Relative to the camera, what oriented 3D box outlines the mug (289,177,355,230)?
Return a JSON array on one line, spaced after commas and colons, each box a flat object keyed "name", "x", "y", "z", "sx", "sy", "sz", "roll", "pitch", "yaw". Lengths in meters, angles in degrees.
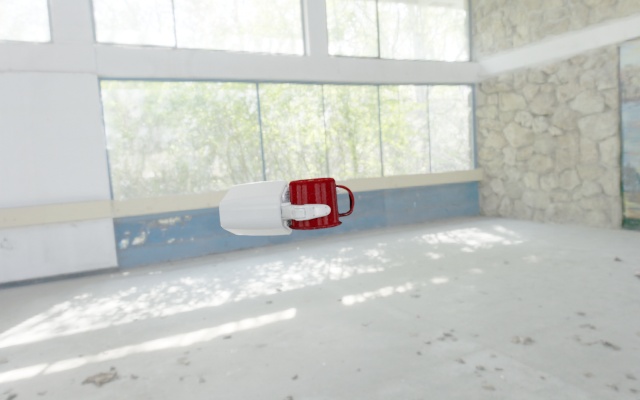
[{"name": "mug", "x": 0.002, "y": 0.002, "z": 0.825, "sx": 0.117, "sy": 0.081, "sz": 0.093, "roll": -4, "pitch": 5, "yaw": 6}]
